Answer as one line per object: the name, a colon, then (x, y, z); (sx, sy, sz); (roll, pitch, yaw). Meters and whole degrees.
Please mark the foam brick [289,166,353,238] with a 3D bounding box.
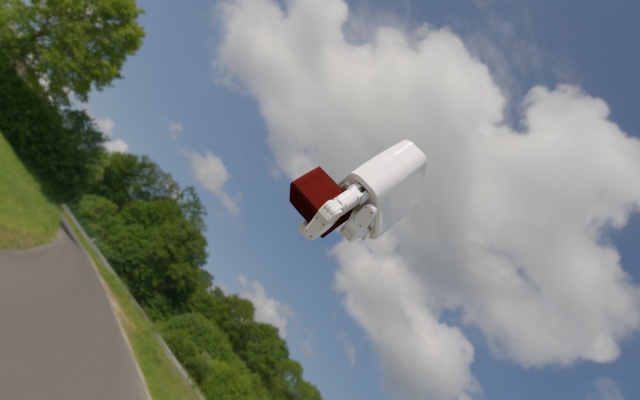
foam brick: (0.000, 0.002, 0.668); (0.051, 0.078, 0.053); (-35, -18, -23)
